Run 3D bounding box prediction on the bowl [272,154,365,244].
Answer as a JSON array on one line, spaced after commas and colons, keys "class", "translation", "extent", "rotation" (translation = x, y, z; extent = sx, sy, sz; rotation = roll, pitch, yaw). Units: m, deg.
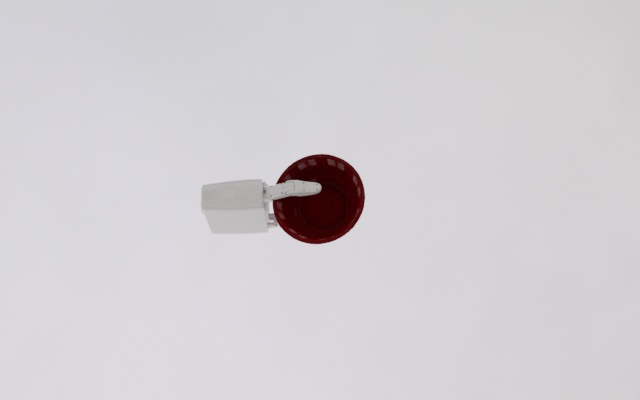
[{"class": "bowl", "translation": [0.002, 0.003, 0.836], "extent": [0.162, 0.162, 0.055], "rotation": [0, -17, 11]}]
